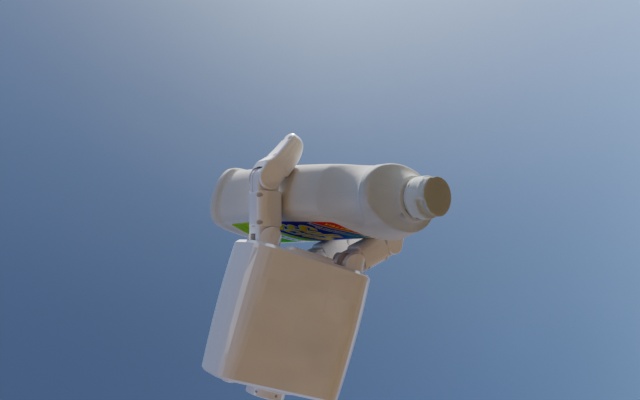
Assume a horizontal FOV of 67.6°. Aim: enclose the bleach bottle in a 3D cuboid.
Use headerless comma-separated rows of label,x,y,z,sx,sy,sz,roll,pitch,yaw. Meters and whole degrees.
bleach bottle,0.000,0.001,0.423,0.102,0.068,0.251,24,-17,-33
